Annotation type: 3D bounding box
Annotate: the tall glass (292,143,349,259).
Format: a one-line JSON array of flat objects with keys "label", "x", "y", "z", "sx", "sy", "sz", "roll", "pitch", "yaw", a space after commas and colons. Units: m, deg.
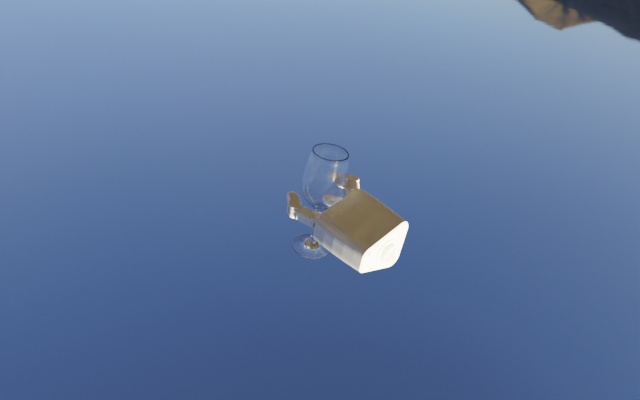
[{"label": "tall glass", "x": 0.000, "y": 0.003, "z": 0.836, "sx": 0.079, "sy": 0.201, "sz": 0.079, "roll": 8, "pitch": 32, "yaw": -5}]
